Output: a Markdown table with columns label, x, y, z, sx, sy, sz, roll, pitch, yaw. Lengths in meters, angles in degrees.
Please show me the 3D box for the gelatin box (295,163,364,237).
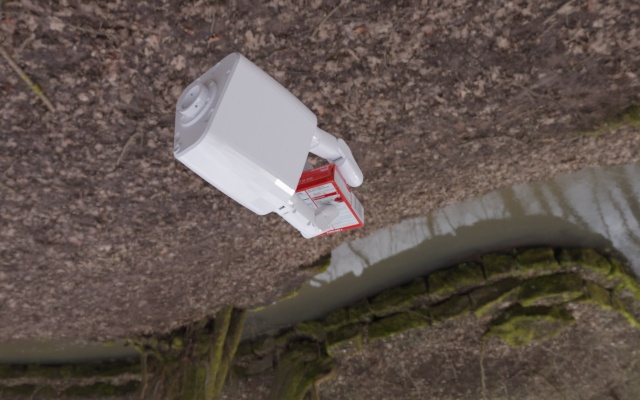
| label | x | y | z | sx | sy | sz | roll | pitch | yaw |
| --- | --- | --- | --- | --- | --- | --- | --- | --- | --- |
| gelatin box | 0.000 | 0.002 | 0.548 | 0.073 | 0.030 | 0.089 | -15 | -43 | 22 |
